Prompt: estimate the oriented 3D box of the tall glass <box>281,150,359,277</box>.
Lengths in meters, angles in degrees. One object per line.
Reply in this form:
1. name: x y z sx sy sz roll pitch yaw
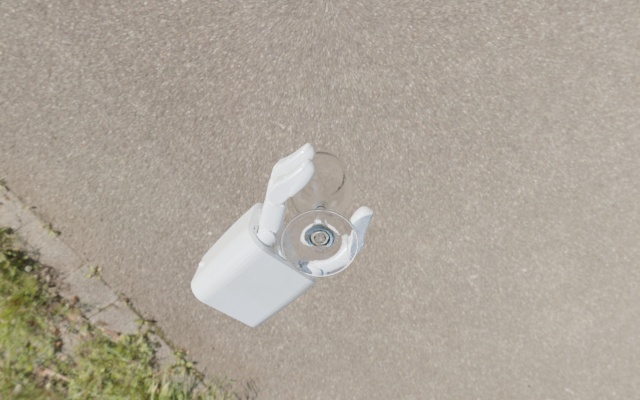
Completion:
1. tall glass: 0.000 0.002 0.546 0.079 0.079 0.201 0 24 1
